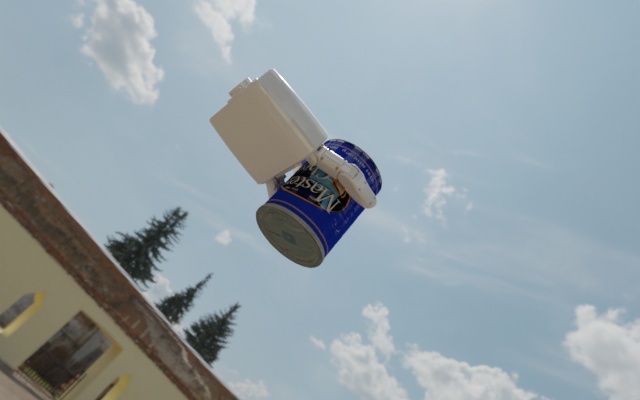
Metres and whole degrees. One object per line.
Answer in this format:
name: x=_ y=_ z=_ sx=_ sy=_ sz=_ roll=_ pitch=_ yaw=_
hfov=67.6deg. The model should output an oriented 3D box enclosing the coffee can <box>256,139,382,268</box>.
coffee can: x=0.000 y=0.002 z=0.619 sx=0.103 sy=0.103 sz=0.140 roll=0 pitch=40 yaw=49
